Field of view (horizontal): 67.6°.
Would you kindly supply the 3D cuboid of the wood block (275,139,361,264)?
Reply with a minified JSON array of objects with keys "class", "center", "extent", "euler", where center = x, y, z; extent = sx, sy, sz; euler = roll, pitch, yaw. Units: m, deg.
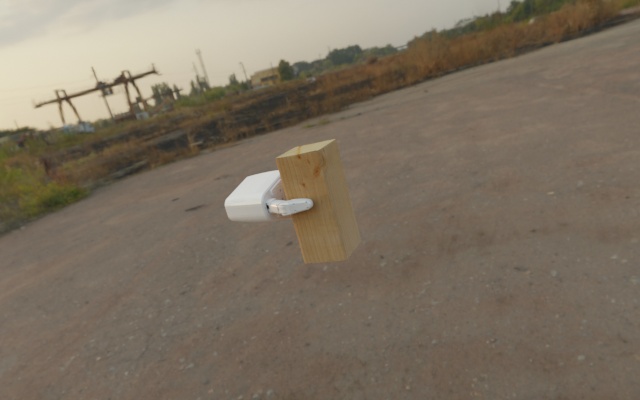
[{"class":"wood block","center":[0.000,0.003,0.883],"extent":[0.090,0.206,0.090],"euler":[-8,16,26]}]
